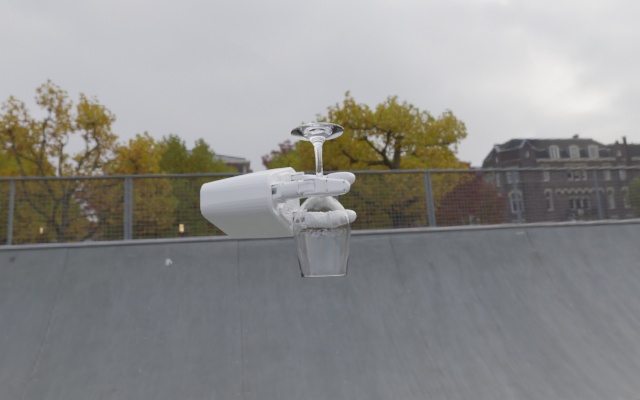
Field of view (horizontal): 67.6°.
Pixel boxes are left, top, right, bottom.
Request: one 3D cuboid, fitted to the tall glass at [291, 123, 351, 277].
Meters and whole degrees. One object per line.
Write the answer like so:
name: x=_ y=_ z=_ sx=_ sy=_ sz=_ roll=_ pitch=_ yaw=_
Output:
tall glass: x=0.000 y=0.001 z=0.648 sx=0.079 sy=0.201 sz=0.079 roll=-3 pitch=-9 yaw=0
